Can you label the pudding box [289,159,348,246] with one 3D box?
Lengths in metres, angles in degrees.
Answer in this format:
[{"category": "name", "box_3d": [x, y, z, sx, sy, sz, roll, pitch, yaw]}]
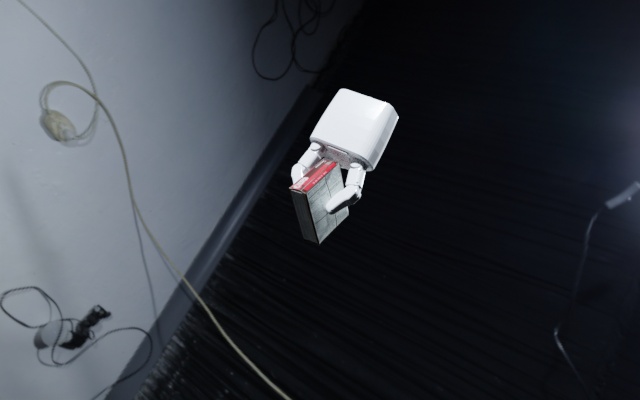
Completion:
[{"category": "pudding box", "box_3d": [0.000, 0.003, 0.778, 0.039, 0.114, 0.090, 18, 46, 37]}]
